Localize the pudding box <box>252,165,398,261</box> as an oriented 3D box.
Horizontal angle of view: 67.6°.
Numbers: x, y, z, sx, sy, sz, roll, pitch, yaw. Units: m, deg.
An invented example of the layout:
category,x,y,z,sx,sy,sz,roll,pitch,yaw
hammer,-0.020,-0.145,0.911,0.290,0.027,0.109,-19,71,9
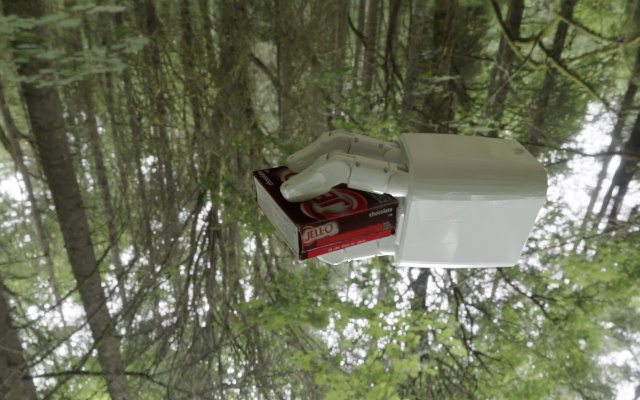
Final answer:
category,x,y,z,sx,sy,sz,roll,pitch,yaw
pudding box,0.000,0.002,0.420,0.090,0.039,0.113,-12,28,-23
